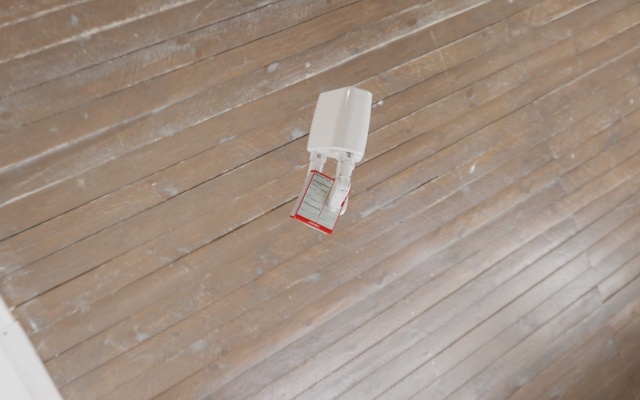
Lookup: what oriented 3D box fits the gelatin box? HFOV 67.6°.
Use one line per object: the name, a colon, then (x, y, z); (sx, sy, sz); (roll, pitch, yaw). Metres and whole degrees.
gelatin box: (0.000, 0.003, 0.804); (0.073, 0.089, 0.030); (26, -8, -20)
